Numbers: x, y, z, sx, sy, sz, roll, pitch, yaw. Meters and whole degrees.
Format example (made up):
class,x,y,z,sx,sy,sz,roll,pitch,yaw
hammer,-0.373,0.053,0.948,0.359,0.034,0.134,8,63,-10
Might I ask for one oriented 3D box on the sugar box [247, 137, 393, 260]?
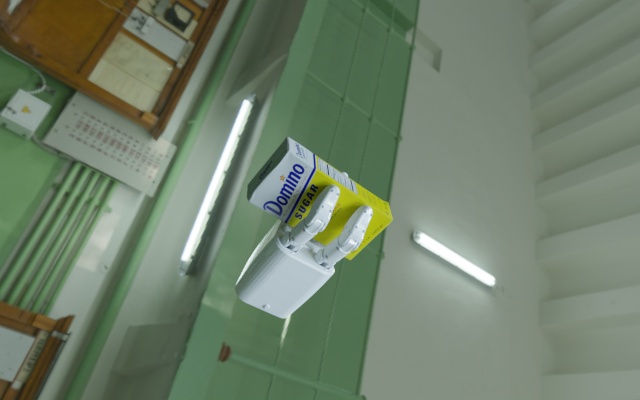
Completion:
class,x,y,z,sx,sy,sz,roll,pitch,yaw
sugar box,0.000,0.003,0.633,0.176,0.093,0.048,30,27,-25
